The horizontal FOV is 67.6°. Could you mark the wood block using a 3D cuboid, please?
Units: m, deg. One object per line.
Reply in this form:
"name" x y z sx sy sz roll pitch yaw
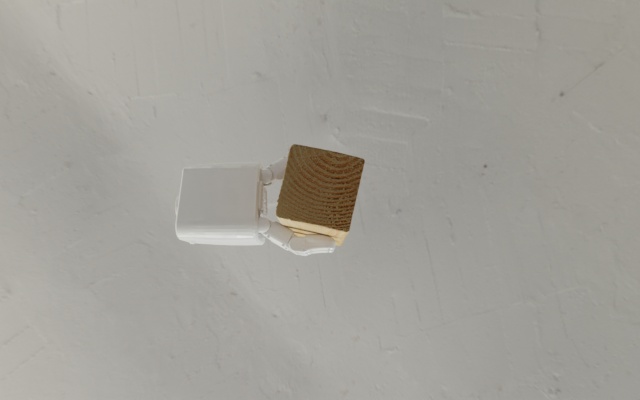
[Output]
"wood block" 0.000 0.002 0.647 0.090 0.091 0.206 12 -9 2
